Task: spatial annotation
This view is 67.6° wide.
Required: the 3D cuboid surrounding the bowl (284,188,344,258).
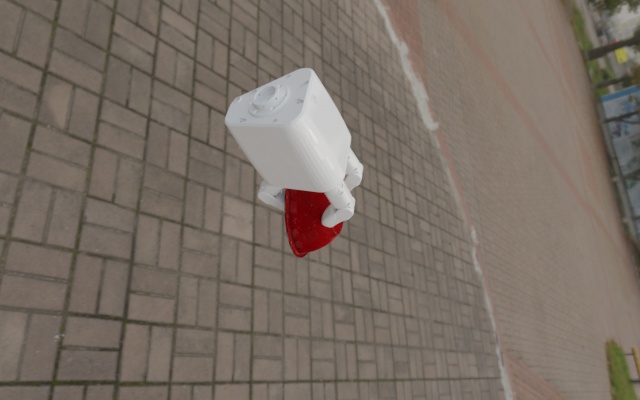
[{"bbox_3d":[0.001,0.003,0.679,0.055,0.162,0.162,2,0,15],"label":"bowl"}]
